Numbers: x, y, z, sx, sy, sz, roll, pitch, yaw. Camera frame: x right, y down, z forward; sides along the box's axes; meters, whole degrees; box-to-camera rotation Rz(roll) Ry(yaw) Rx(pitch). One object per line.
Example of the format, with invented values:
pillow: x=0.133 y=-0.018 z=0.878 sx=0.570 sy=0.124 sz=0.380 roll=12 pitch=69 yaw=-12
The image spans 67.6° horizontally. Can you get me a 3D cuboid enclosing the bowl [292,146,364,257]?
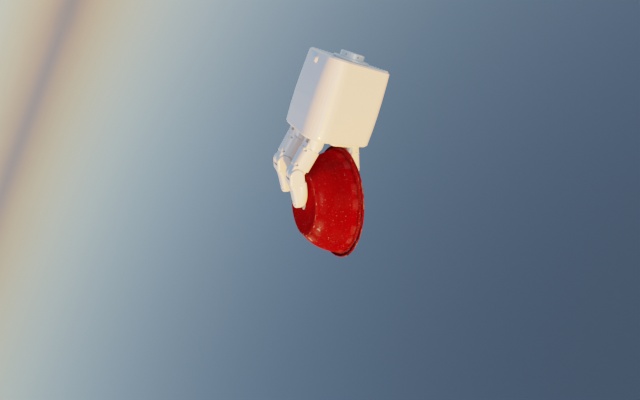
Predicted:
bowl: x=0.000 y=0.004 z=0.679 sx=0.055 sy=0.162 sz=0.162 roll=-4 pitch=2 yaw=-24
